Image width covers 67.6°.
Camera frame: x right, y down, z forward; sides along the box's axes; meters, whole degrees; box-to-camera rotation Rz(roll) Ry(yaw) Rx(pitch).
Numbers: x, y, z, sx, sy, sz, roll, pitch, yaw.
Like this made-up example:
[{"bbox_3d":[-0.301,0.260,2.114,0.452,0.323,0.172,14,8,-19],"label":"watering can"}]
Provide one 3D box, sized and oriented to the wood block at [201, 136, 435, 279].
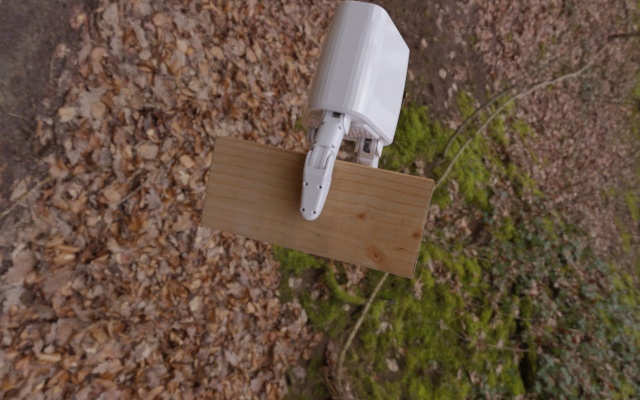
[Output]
[{"bbox_3d":[0.000,0.001,0.475,0.206,0.090,0.091,13,6,11],"label":"wood block"}]
